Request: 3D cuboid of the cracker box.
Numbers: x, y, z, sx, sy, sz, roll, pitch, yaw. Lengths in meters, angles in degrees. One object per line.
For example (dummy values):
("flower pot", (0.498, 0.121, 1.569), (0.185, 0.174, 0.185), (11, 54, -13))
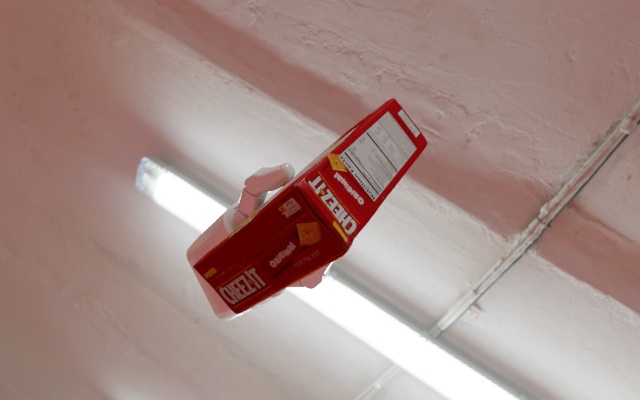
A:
("cracker box", (0.000, 0.001, 0.472), (0.164, 0.072, 0.213), (-36, 6, 40))
